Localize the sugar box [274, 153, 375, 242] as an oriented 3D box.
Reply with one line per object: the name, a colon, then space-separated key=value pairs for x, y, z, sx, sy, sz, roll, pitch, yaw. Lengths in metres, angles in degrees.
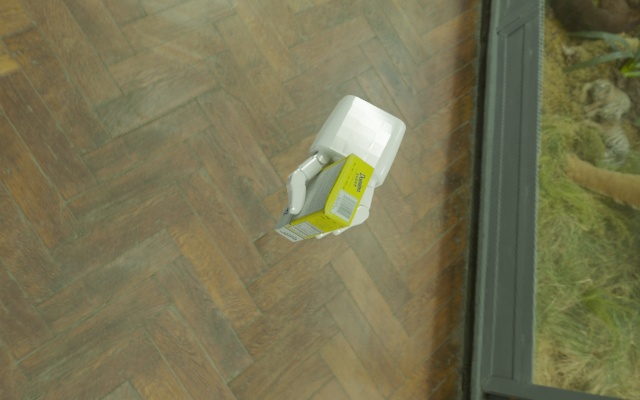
sugar box: x=0.001 y=0.002 z=0.679 sx=0.048 sy=0.093 sz=0.176 roll=32 pitch=-22 yaw=-15
